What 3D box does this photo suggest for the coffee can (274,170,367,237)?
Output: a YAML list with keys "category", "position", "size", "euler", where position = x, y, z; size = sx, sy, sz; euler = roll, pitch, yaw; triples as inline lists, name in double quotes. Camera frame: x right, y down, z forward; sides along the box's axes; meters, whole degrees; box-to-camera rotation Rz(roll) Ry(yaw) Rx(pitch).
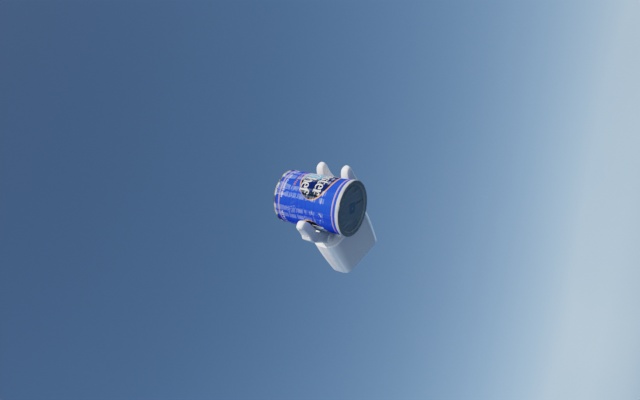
- category: "coffee can"
  position: [0.000, 0.003, 0.880]
  size: [0.140, 0.103, 0.103]
  euler: [11, 6, 32]
